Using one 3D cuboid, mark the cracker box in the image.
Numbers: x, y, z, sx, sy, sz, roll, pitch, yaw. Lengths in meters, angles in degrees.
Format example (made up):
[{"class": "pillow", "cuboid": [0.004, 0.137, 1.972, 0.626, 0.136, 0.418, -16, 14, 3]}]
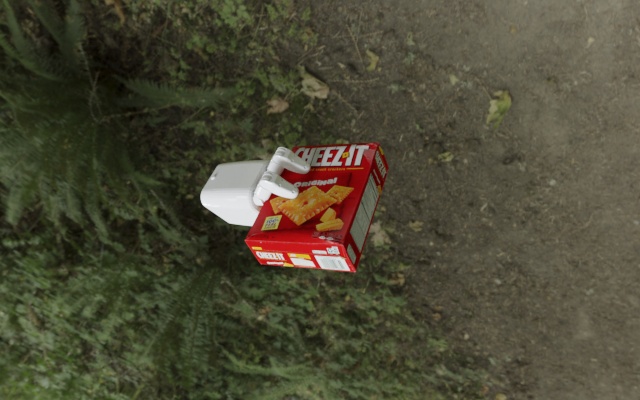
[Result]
[{"class": "cracker box", "cuboid": [0.000, 0.003, 0.754, 0.164, 0.213, 0.072, 1, -41, 27]}]
